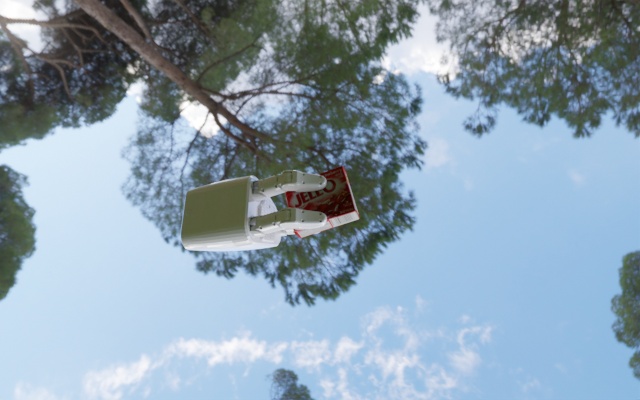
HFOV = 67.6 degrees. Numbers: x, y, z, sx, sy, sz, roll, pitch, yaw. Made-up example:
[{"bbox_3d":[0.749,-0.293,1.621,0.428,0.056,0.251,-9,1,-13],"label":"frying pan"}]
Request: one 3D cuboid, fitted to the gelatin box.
[{"bbox_3d":[0.001,0.002,0.649,0.089,0.073,0.030,-18,-30,7],"label":"gelatin box"}]
